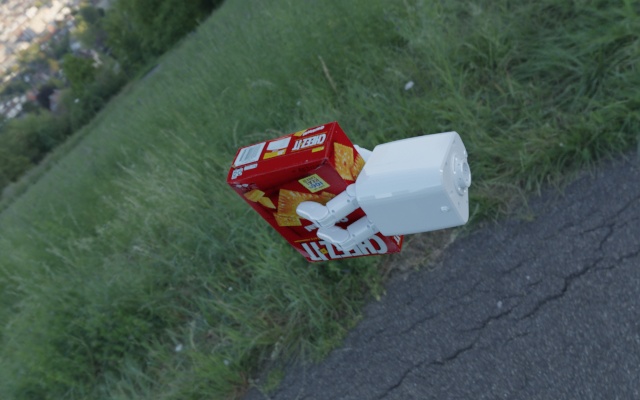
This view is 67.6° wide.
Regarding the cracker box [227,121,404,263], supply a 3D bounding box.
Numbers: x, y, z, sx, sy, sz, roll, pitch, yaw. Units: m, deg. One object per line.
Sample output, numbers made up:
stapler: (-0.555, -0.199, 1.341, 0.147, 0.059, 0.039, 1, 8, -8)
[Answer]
cracker box: (0.000, 0.002, 0.665, 0.164, 0.072, 0.214, -10, -42, 33)
